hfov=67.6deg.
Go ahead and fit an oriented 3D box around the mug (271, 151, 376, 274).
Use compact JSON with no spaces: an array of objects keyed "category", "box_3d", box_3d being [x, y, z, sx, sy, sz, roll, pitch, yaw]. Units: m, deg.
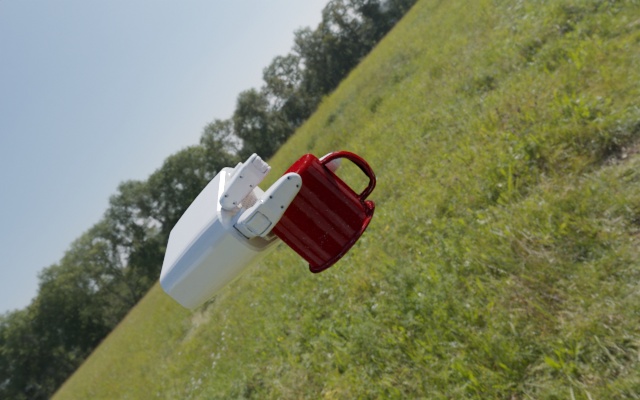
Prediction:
[{"category":"mug","box_3d":[0.001,0.000,0.458,0.081,0.117,0.093,42,20,-12]}]
